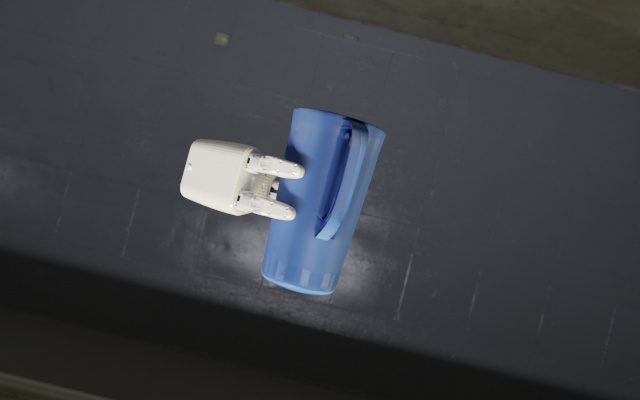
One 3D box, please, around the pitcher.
[{"bbox_3d":[0.000,0.002,0.657,0.145,0.243,0.149,14,0,27],"label":"pitcher"}]
